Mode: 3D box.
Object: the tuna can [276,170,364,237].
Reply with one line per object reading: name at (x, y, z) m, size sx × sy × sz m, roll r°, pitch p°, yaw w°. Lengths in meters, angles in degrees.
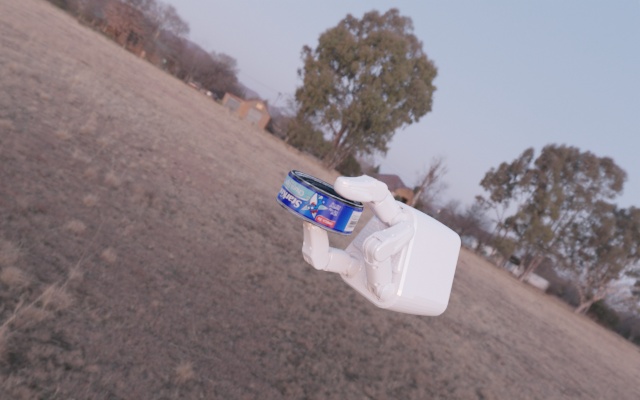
tuna can at (0.000, 0.001, 0.485) m, size 0.086 × 0.034 × 0.086 m, roll 26°, pitch 8°, yaw -4°
